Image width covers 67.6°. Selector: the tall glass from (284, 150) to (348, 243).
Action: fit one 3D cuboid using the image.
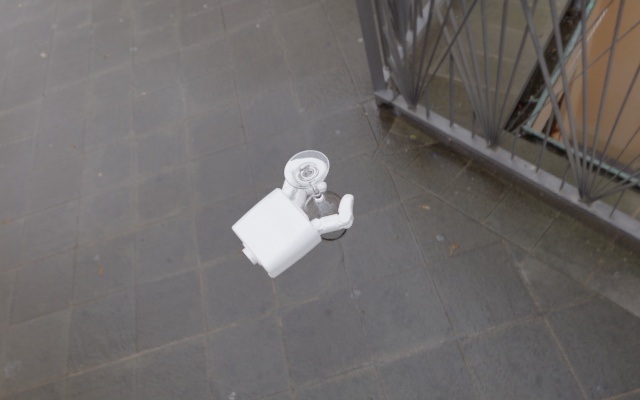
[{"bbox_3d":[0.000,0.002,0.835,0.079,0.079,0.201,0,-32,15],"label":"tall glass"}]
